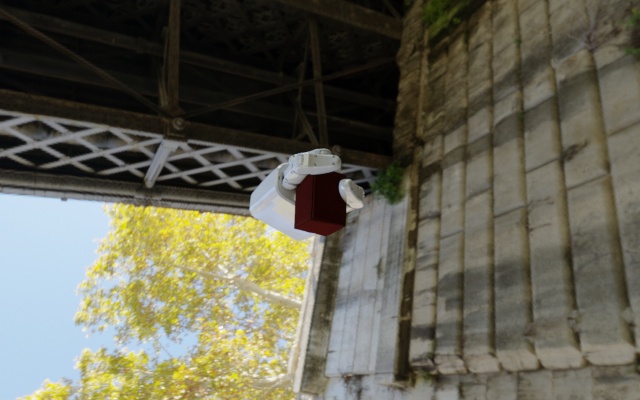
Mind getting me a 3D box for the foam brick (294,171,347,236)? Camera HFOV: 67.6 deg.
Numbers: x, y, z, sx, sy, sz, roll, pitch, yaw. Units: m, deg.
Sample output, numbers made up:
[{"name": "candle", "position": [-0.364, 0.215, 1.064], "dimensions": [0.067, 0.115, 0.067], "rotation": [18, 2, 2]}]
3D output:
[{"name": "foam brick", "position": [0.000, 0.002, 0.641], "dimensions": [0.053, 0.078, 0.051], "rotation": [15, -27, -27]}]
